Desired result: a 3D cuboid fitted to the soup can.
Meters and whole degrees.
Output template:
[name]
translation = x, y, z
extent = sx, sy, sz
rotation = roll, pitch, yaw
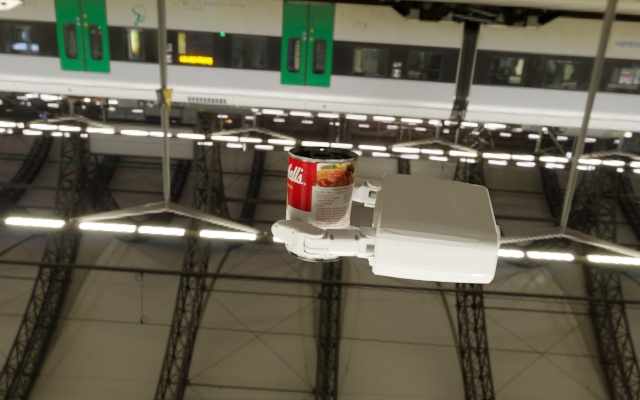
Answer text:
[soup can]
translation = 0.000, 0.002, 0.477
extent = 0.068, 0.102, 0.068
rotation = 3, 17, -1
